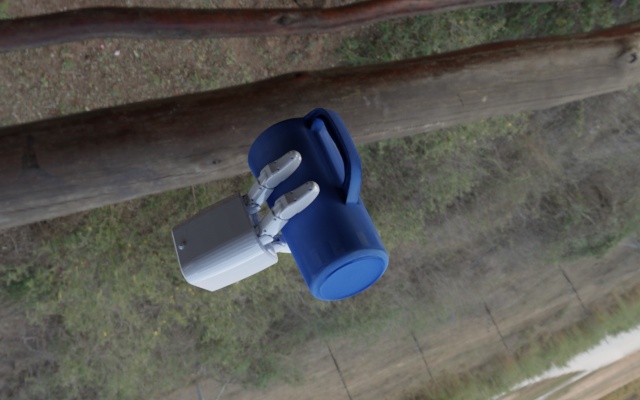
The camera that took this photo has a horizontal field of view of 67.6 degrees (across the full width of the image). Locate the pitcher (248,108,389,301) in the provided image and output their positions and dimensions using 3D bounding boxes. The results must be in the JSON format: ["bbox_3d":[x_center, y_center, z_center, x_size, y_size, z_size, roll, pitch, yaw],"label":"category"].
[{"bbox_3d":[0.000,0.002,0.651,0.145,0.242,0.149,-25,-35,-2],"label":"pitcher"}]
